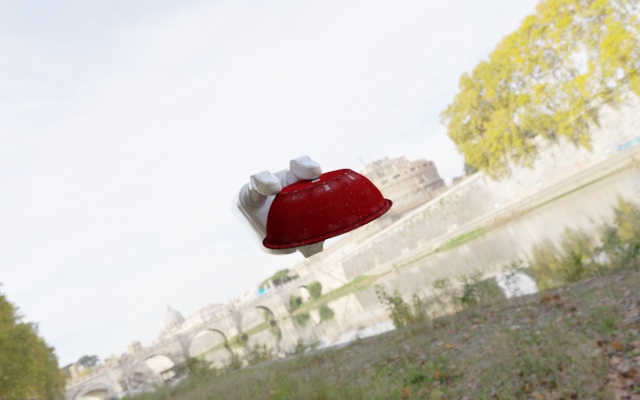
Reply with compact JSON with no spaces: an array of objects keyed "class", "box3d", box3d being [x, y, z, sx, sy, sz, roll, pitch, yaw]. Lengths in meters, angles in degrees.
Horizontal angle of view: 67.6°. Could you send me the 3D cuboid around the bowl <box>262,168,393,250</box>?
[{"class":"bowl","box3d":[0.001,0.001,0.561,0.162,0.055,0.162,-17,10,3]}]
